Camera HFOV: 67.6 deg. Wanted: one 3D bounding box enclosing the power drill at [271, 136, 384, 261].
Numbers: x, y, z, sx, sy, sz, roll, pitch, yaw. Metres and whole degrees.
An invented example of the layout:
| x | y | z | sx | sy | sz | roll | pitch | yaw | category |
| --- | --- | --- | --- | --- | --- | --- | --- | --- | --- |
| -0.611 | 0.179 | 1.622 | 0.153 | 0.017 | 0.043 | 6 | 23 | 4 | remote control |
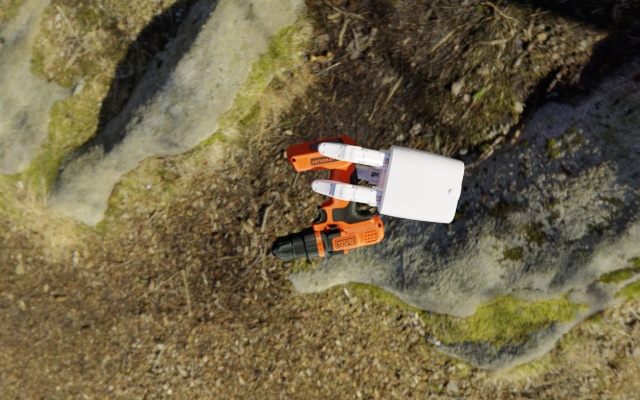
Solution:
| x | y | z | sx | sy | sz | roll | pitch | yaw | category |
| --- | --- | --- | --- | --- | --- | --- | --- | --- | --- |
| 0.000 | 0.002 | 0.744 | 0.184 | 0.188 | 0.057 | -12 | 28 | -4 | power drill |
